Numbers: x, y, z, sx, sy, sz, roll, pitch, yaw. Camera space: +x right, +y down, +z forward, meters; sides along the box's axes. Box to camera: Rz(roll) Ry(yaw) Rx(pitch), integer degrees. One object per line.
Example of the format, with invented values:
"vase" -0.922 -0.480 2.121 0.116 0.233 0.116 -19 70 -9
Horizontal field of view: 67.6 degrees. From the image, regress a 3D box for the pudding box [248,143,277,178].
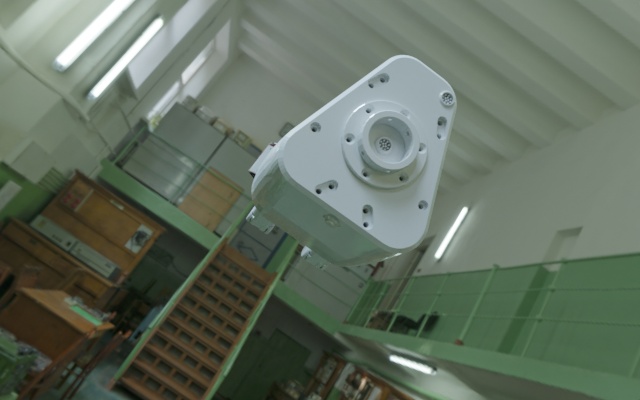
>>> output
"pudding box" 0.000 0.001 0.435 0.113 0.039 0.090 28 -16 22
